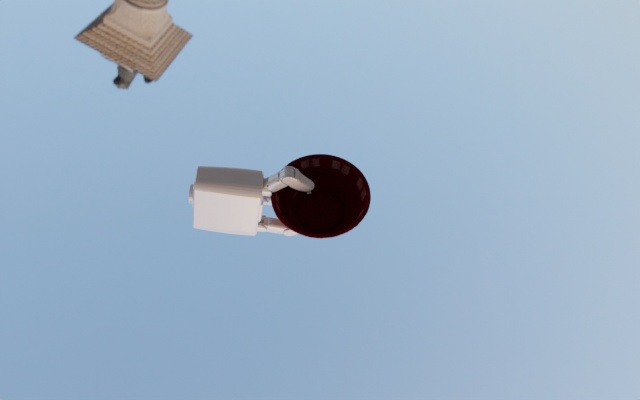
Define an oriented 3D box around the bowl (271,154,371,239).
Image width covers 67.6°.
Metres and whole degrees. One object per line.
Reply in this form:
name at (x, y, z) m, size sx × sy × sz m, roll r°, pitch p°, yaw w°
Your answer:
bowl at (0.001, 0.003, 0.787) m, size 0.162 × 0.162 × 0.055 m, roll 0°, pitch -32°, yaw -1°
